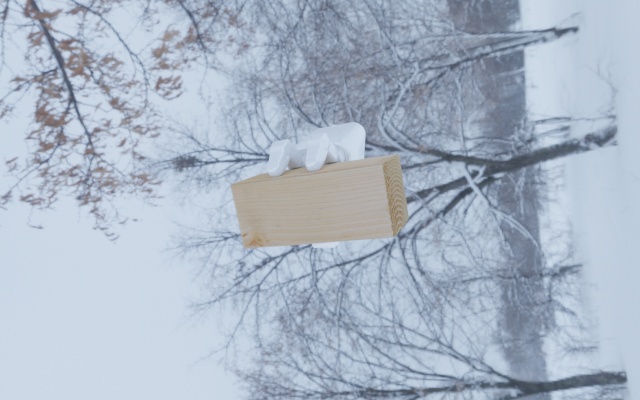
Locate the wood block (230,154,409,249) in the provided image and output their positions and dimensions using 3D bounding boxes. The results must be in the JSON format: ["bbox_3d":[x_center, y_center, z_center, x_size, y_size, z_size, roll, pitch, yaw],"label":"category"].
[{"bbox_3d":[0.000,0.002,0.627,0.206,0.091,0.090,-7,11,24],"label":"wood block"}]
